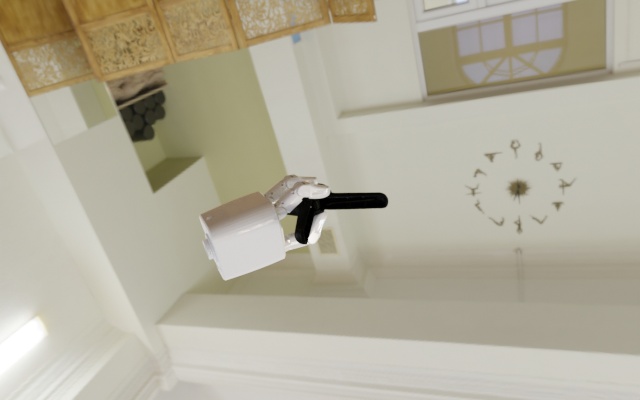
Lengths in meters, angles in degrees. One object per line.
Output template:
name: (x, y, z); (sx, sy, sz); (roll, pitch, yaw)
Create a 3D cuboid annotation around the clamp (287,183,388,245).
clamp: (0.000, 0.003, 0.792); (0.164, 0.036, 0.210); (-19, 23, -19)
